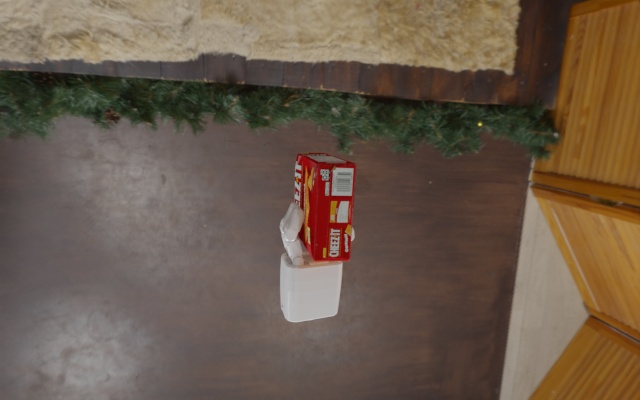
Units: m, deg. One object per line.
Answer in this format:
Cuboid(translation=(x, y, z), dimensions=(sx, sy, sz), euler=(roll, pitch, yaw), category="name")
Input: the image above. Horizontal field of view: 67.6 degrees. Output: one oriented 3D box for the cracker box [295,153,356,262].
Cuboid(translation=(0.000, 0.003, 0.866), dimensions=(0.072, 0.164, 0.213), euler=(1, 10, -13), category="cracker box")
